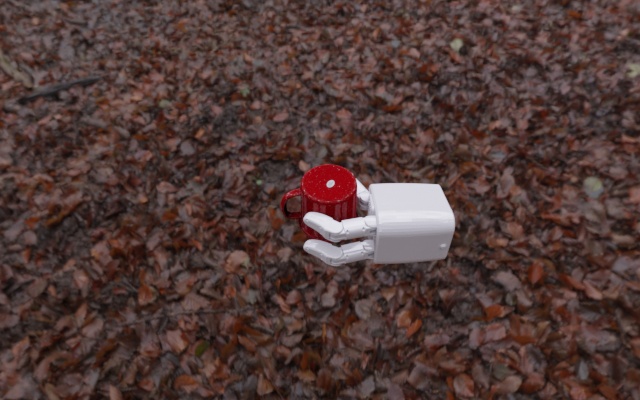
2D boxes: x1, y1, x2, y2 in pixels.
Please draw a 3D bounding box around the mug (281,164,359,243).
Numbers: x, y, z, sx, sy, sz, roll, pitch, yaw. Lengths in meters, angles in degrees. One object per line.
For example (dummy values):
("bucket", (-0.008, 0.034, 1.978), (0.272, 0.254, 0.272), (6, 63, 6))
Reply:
("mug", (-0.001, 0.002, 0.700), (0.117, 0.093, 0.082), (-3, -44, -2))
